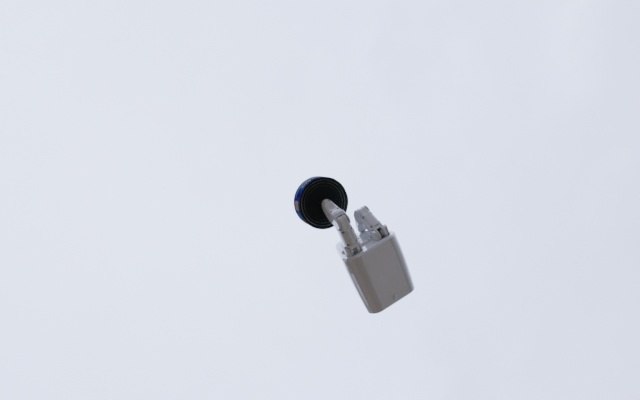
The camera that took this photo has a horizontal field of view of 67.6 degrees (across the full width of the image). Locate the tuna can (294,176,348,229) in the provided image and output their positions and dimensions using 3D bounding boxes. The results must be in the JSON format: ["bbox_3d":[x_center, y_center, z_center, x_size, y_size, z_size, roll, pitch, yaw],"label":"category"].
[{"bbox_3d":[0.000,0.002,0.785,0.086,0.086,0.033,0,7,-21],"label":"tuna can"}]
